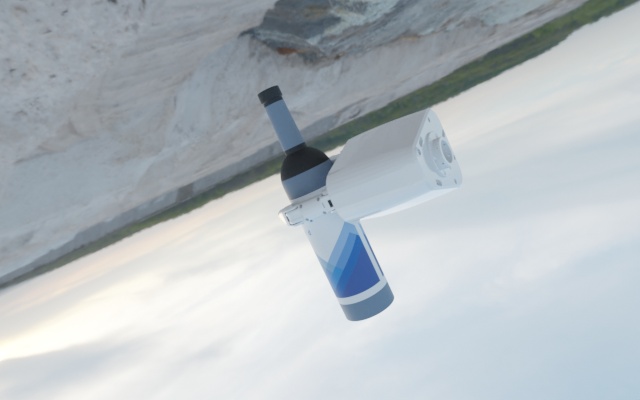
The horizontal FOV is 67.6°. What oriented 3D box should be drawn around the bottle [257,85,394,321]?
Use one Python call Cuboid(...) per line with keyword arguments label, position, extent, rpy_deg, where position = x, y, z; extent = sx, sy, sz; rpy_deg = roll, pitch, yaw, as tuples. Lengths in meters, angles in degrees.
Cuboid(label="bottle", position=(0.000, 0.002, 0.581), extent=(0.069, 0.296, 0.069), rpy_deg=(-25, 7, 3))
